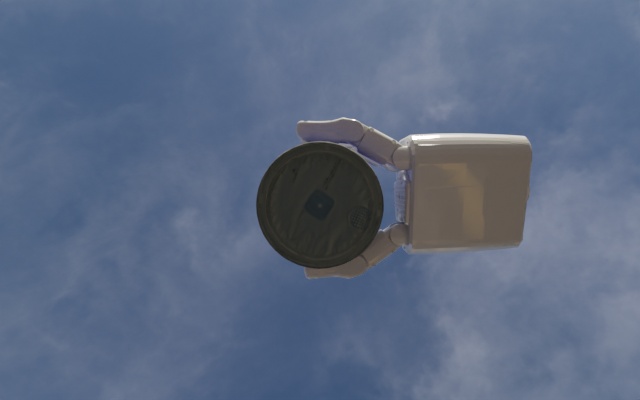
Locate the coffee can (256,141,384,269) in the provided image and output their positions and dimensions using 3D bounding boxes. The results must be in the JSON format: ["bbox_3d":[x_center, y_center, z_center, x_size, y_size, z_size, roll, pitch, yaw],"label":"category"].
[{"bbox_3d":[0.000,0.002,0.451,0.103,0.103,0.140,0,2,0],"label":"coffee can"}]
